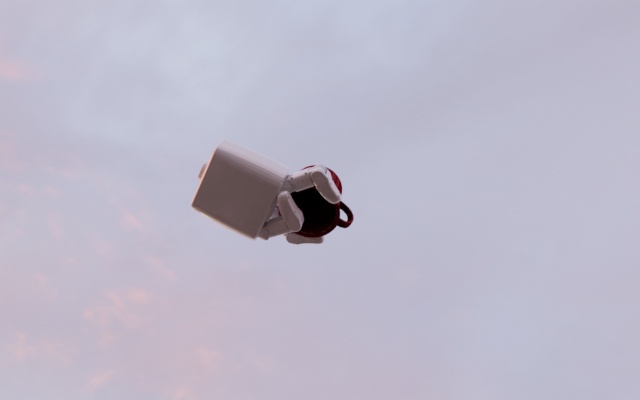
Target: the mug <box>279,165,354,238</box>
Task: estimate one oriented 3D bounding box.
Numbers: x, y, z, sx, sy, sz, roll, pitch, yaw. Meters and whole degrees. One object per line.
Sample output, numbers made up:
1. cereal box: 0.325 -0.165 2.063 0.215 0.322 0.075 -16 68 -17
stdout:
1. mug: 0.001 0.003 0.740 0.117 0.093 0.081 27 31 -6
